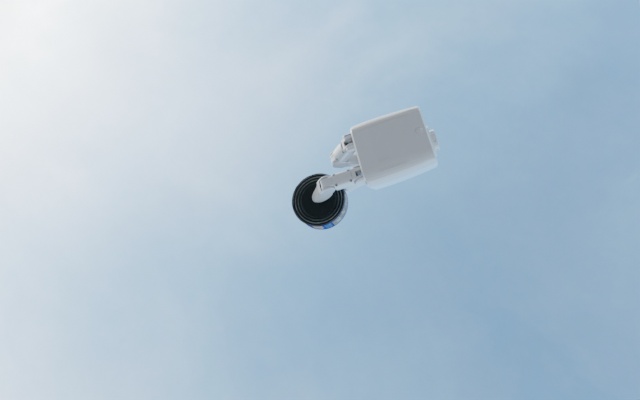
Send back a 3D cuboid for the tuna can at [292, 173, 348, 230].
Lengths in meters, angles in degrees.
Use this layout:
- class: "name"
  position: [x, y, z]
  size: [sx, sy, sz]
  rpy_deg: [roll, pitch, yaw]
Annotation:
- class: "tuna can"
  position: [0.000, 0.003, 0.760]
  size: [0.086, 0.086, 0.034]
  rpy_deg: [0, -15, 16]
